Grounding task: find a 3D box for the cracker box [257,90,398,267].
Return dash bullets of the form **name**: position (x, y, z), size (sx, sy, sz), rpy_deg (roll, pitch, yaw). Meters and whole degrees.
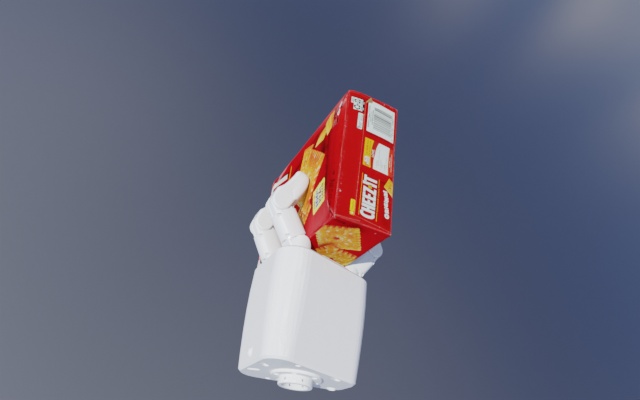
- **cracker box**: position (0.000, 0.002, 0.554), size (0.072, 0.164, 0.214), rpy_deg (21, -35, -19)
